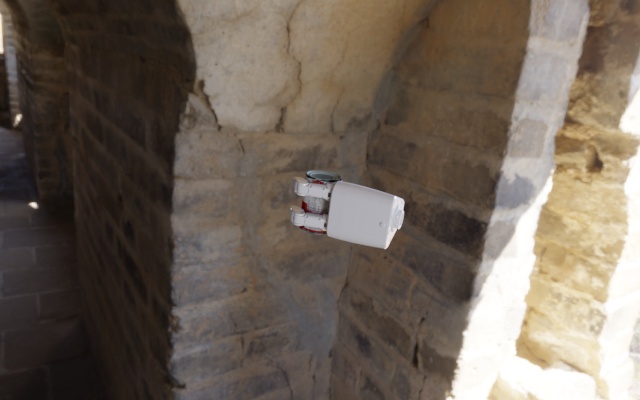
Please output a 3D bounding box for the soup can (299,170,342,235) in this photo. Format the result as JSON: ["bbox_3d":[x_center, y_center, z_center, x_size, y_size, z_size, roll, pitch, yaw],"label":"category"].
[{"bbox_3d":[0.000,0.002,0.864,0.068,0.102,0.068,7,17,-2],"label":"soup can"}]
